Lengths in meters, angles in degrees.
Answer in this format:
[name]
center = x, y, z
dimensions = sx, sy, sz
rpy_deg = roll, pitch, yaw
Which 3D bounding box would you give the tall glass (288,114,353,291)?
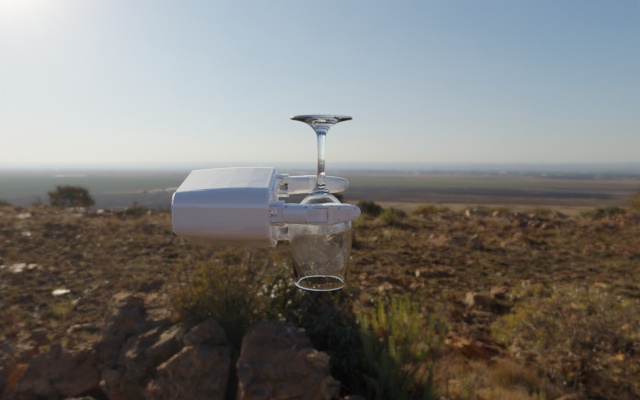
[tall glass]
center = 0.000, 0.001, 0.570
dimensions = 0.079, 0.201, 0.079
rpy_deg = 0, 5, 0
